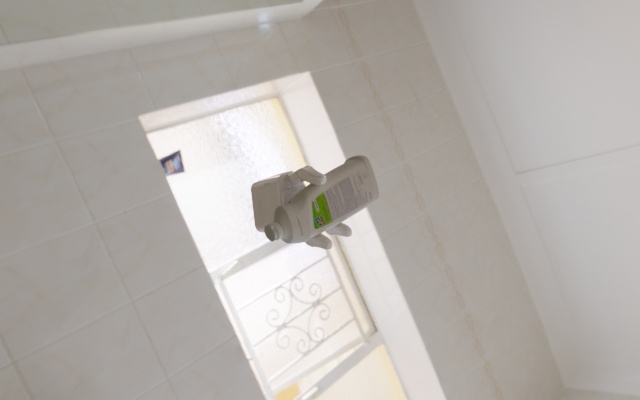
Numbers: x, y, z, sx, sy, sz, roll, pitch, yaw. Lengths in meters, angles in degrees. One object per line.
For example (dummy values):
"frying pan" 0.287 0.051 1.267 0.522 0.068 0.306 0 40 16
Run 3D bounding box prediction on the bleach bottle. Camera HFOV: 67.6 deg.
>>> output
"bleach bottle" 0.000 0.003 0.868 0.250 0.102 0.068 -27 12 -38
